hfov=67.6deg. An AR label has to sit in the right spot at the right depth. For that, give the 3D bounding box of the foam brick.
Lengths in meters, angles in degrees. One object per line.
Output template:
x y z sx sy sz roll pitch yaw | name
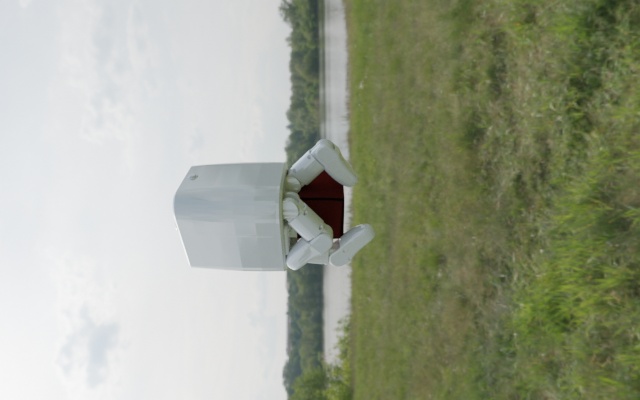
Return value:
0.000 0.002 0.543 0.051 0.053 0.078 0 28 1 | foam brick
